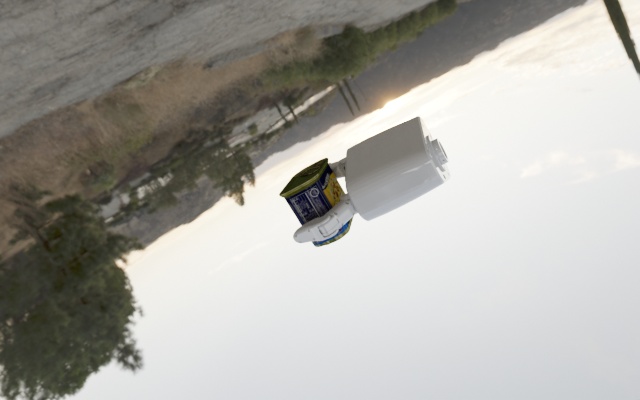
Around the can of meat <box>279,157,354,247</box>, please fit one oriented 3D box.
[{"bbox_3d":[0.000,0.002,0.618,0.057,0.084,0.102,-27,13,19],"label":"can of meat"}]
